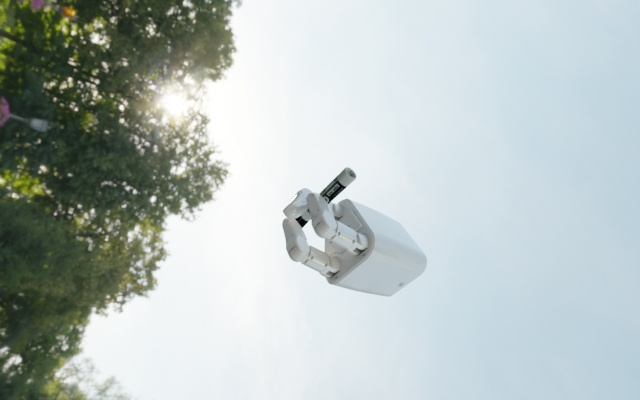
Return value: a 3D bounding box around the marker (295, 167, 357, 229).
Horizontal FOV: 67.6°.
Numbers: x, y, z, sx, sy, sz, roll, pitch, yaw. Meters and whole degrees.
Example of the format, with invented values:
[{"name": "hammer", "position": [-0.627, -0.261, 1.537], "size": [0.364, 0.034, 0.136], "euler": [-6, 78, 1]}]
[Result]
[{"name": "marker", "position": [0.000, 0.002, 0.603], "size": [0.020, 0.020, 0.121], "euler": [0, -36, -48]}]
